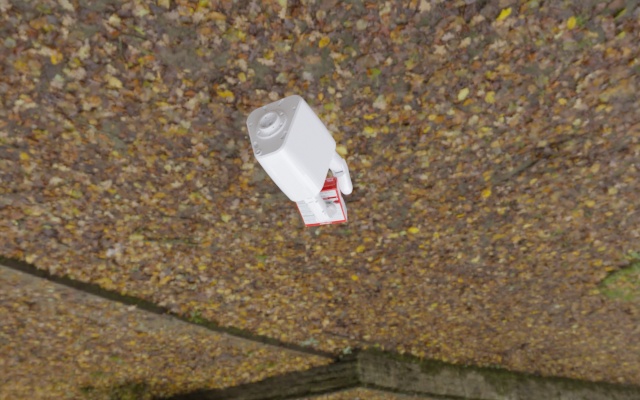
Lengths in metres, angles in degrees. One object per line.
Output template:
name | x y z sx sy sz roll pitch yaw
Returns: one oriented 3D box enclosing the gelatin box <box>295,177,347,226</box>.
gelatin box | 0.000 0.003 0.792 0.073 0.030 0.089 -8 -42 11
